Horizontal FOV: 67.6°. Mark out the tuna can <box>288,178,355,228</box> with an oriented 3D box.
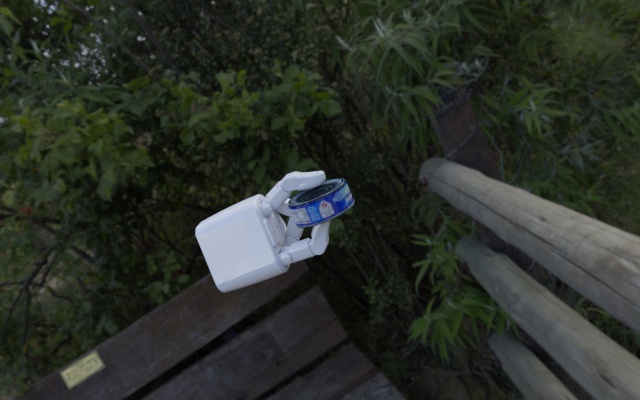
[{"bbox_3d":[0.000,0.002,0.638,0.086,0.034,0.086,-22,14,6],"label":"tuna can"}]
